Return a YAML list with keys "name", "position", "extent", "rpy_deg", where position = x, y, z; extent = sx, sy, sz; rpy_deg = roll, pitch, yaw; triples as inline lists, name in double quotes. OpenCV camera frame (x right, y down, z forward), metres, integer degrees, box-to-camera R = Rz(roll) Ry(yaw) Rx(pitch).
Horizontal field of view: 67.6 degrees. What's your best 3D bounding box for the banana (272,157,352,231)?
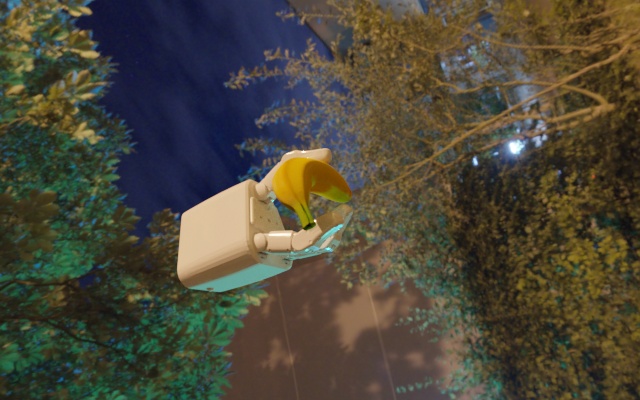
- name: "banana"
  position: [-0.009, -0.015, 0.503]
  extent: [0.037, 0.069, 0.198]
  rpy_deg: [-26, 1, 18]
